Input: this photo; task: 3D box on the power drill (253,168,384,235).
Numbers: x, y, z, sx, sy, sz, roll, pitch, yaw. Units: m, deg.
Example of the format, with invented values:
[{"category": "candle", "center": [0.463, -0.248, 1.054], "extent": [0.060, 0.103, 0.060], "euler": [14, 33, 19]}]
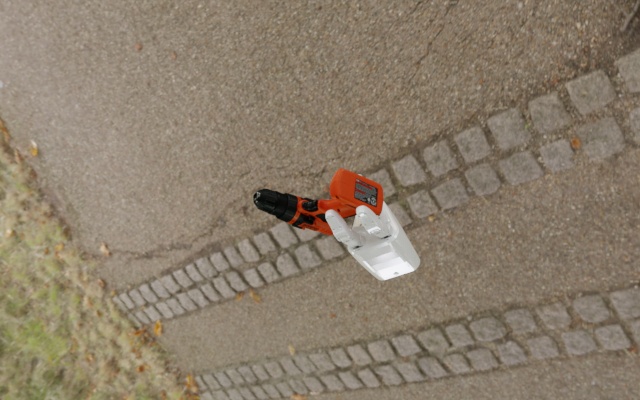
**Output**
[{"category": "power drill", "center": [0.001, 0.003, 0.821], "extent": [0.184, 0.057, 0.188], "euler": [19, -24, -32]}]
